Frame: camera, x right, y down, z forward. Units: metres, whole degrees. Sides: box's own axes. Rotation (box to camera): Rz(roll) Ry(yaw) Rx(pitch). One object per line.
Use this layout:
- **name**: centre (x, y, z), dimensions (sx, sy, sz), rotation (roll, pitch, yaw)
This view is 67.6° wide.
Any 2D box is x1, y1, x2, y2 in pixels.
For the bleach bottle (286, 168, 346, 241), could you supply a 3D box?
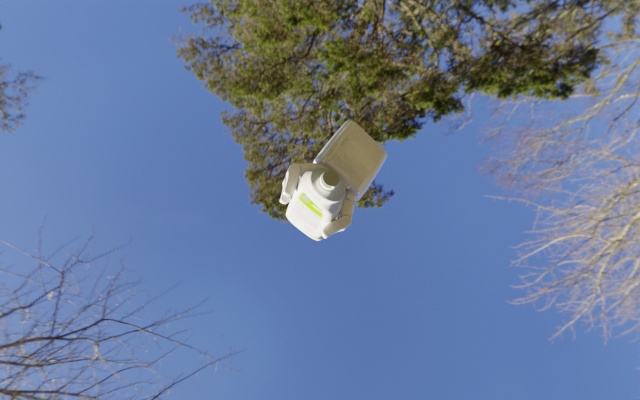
- **bleach bottle**: centre (0.000, 0.003, 0.869), dimensions (0.102, 0.068, 0.251), rotation (36, -19, 0)
